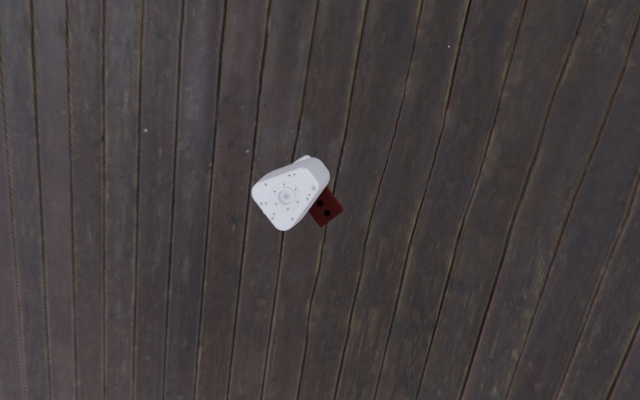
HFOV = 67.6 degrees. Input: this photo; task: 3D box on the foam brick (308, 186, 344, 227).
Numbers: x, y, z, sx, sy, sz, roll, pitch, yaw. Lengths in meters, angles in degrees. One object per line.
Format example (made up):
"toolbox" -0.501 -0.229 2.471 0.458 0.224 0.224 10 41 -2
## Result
"foam brick" 0.000 0.003 0.896 0.053 0.078 0.051 -37 3 7
